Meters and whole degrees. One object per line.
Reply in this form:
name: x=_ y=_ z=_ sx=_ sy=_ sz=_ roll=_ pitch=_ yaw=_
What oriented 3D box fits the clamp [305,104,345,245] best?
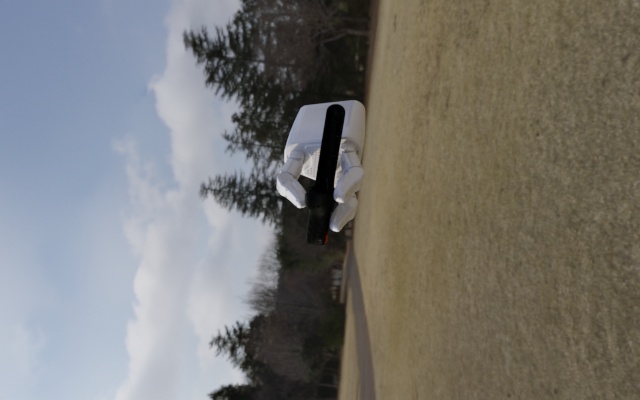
clamp: x=-0.001 y=0.002 z=0.631 sx=0.036 sy=0.210 sz=0.164 roll=11 pitch=45 yaw=4
